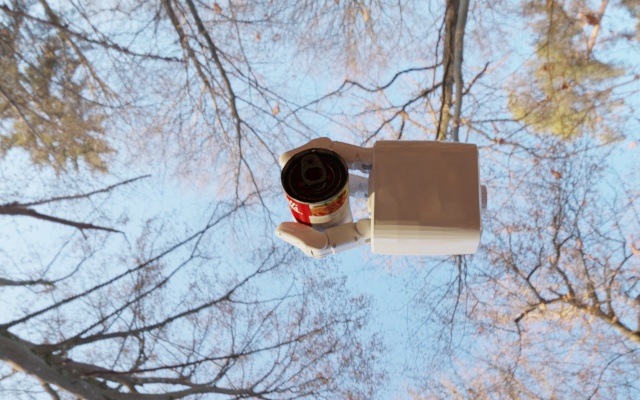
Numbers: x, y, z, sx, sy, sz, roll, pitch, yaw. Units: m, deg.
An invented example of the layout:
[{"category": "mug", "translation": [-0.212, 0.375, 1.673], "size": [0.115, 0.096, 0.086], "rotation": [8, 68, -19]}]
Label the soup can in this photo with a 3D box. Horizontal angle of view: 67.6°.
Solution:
[{"category": "soup can", "translation": [0.000, 0.002, 0.511], "size": [0.068, 0.068, 0.102], "rotation": [0, -33, 8]}]
